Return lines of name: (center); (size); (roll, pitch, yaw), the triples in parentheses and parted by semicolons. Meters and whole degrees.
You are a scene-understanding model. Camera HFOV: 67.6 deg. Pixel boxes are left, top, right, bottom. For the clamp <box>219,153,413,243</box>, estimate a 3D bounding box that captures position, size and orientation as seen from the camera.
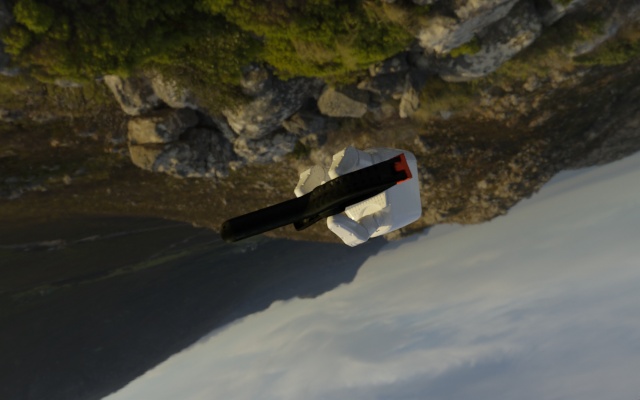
clamp: (0.001, 0.002, 0.537); (0.210, 0.036, 0.164); (-25, -9, 34)
